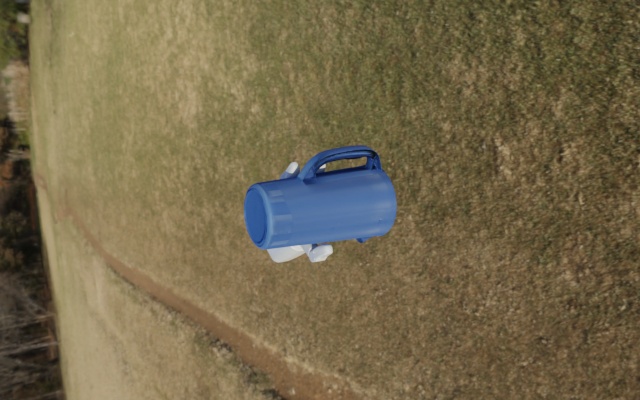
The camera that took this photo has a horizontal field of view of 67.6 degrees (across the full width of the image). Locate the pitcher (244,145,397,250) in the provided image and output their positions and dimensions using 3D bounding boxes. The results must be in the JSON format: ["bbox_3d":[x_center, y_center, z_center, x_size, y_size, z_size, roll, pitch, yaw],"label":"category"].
[{"bbox_3d":[0.000,0.003,0.814,0.243,0.149,0.145,-8,-16,-30],"label":"pitcher"}]
